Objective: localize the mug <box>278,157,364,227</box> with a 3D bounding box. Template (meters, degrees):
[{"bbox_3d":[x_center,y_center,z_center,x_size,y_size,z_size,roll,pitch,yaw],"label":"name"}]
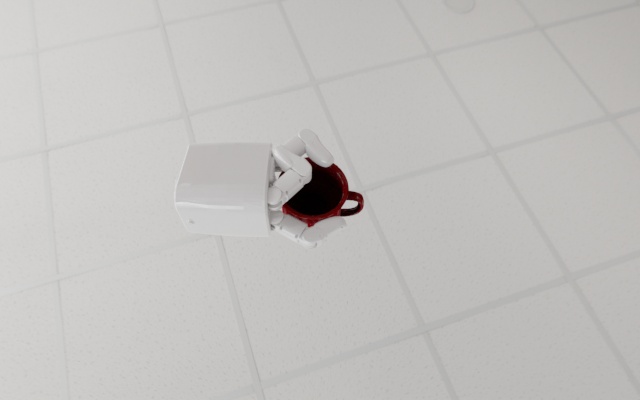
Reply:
[{"bbox_3d":[0.002,0.002,0.646,0.117,0.093,0.081,2,-29,-2],"label":"mug"}]
